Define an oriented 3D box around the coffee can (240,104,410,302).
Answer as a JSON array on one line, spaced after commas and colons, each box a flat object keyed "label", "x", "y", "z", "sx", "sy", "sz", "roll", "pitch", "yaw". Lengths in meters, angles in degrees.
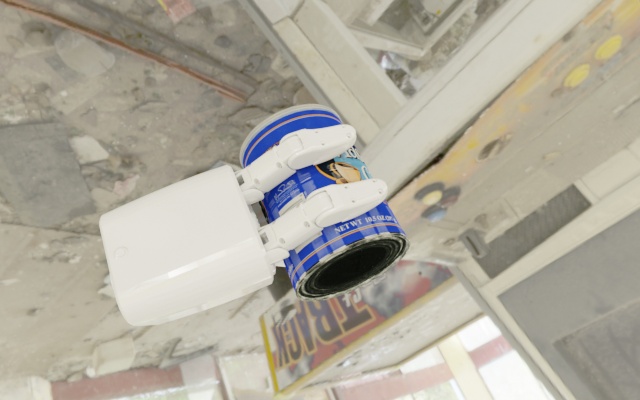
[{"label": "coffee can", "x": 0.000, "y": 0.001, "z": 0.419, "sx": 0.103, "sy": 0.140, "sz": 0.103, "roll": -20, "pitch": -28, "yaw": -11}]
